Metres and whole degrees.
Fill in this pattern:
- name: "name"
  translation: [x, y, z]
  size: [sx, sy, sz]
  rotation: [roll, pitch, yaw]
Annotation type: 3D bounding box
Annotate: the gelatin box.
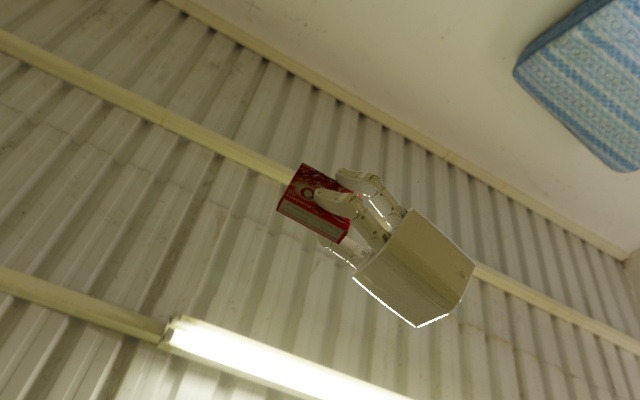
- name: "gelatin box"
  translation: [0.000, 0.002, 0.587]
  size: [0.089, 0.030, 0.073]
  rotation: [28, 43, -2]
